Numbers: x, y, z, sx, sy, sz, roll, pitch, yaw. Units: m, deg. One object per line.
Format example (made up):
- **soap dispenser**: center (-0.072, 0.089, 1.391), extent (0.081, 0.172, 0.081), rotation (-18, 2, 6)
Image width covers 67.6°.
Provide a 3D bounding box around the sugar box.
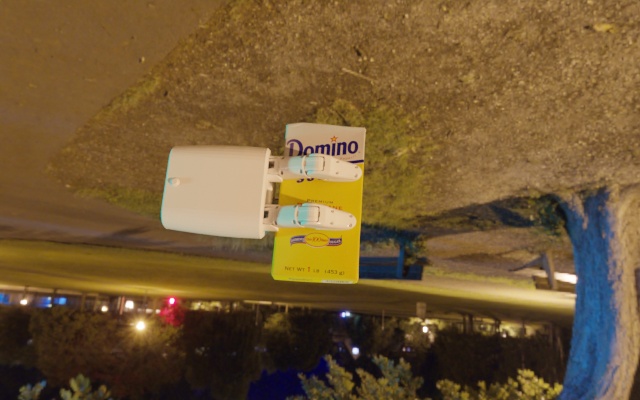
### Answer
- **sugar box**: center (0.000, 0.002, 0.534), extent (0.093, 0.176, 0.048), rotation (4, -14, 0)
